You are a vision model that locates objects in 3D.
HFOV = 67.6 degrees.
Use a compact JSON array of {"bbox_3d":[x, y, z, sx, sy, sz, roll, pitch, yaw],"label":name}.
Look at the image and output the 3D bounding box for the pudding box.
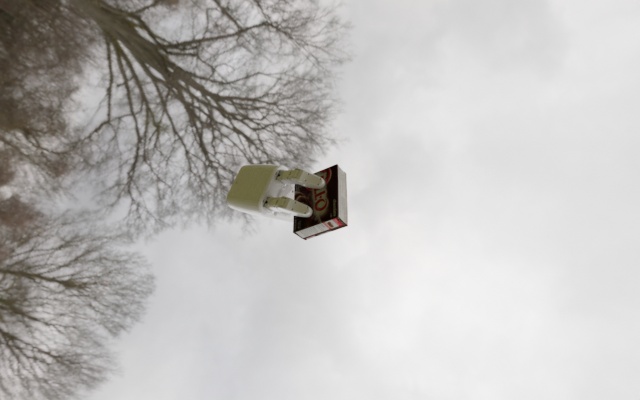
[{"bbox_3d":[0.000,0.003,0.814,0.090,0.113,0.039,-21,-38,27],"label":"pudding box"}]
